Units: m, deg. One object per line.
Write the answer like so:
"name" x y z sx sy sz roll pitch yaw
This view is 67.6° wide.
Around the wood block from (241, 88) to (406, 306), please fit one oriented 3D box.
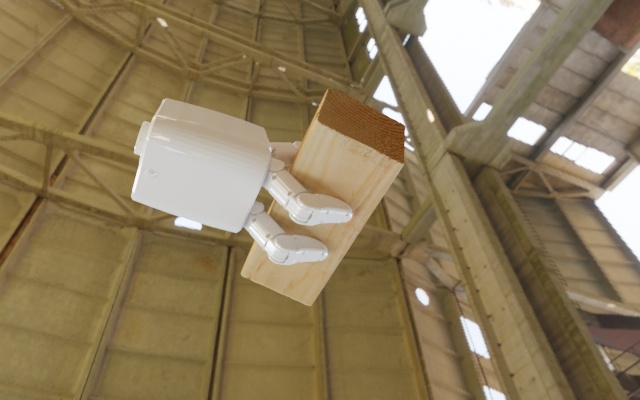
"wood block" 0.000 0.001 0.506 0.090 0.206 0.090 25 34 -7
